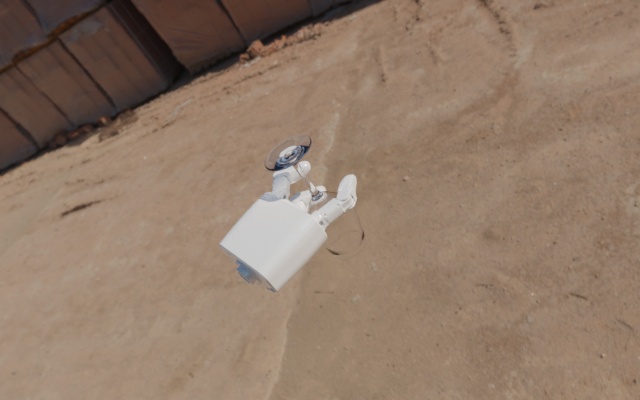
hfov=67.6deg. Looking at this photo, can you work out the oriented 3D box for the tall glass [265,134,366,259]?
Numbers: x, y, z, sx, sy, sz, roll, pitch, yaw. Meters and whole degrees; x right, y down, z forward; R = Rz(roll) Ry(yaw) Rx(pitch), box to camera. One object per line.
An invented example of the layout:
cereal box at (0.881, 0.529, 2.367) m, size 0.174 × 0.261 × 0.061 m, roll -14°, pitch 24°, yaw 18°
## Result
tall glass at (0.000, 0.002, 0.710) m, size 0.079 × 0.079 × 0.201 m, roll 0°, pitch -43°, yaw 39°
